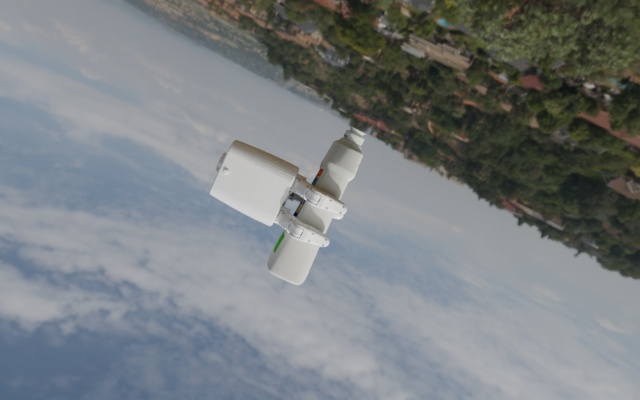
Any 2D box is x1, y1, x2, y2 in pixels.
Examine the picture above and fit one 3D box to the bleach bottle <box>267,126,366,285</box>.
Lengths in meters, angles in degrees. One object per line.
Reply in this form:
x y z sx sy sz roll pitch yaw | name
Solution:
0.000 0.003 0.745 0.068 0.251 0.102 26 9 -5 | bleach bottle
